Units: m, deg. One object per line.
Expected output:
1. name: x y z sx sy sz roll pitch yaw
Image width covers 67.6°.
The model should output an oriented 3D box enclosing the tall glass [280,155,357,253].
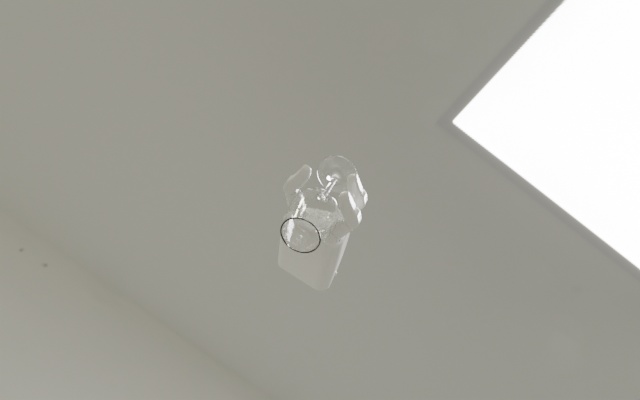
1. tall glass: 0.000 0.002 0.767 0.079 0.079 0.201 0 29 20
